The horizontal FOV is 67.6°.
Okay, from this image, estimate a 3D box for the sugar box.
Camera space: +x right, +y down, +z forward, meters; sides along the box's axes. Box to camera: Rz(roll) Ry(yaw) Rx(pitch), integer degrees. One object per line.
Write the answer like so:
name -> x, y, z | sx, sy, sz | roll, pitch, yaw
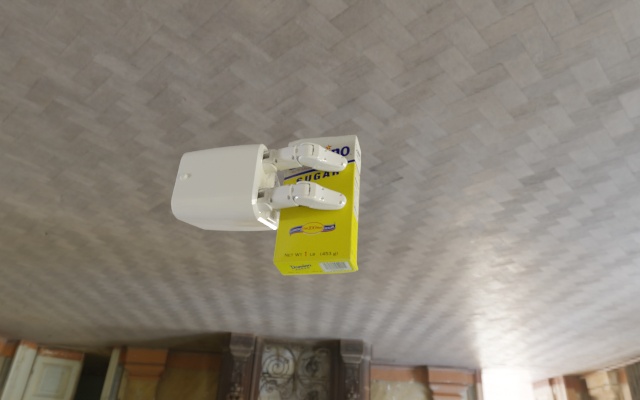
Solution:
sugar box -> 0.000, 0.002, 0.588 | 0.093, 0.176, 0.048 | -4, -30, 13
